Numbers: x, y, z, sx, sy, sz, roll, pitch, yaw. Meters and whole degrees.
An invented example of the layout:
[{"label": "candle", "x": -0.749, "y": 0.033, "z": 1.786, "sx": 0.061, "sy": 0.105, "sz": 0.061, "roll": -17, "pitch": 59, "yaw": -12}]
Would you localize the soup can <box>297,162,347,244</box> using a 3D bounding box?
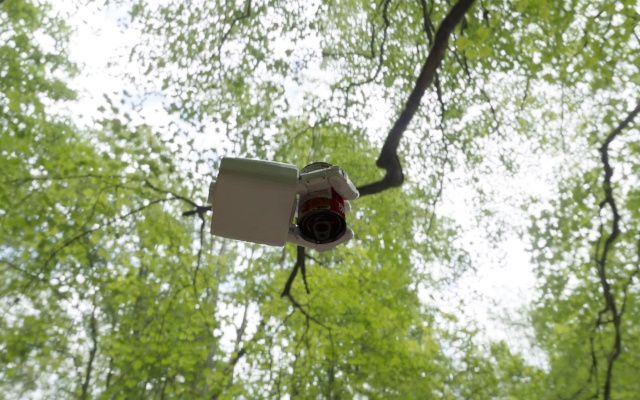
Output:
[{"label": "soup can", "x": 0.001, "y": 0.002, "z": 0.681, "sx": 0.068, "sy": 0.069, "sz": 0.102, "roll": 0, "pitch": 44, "yaw": -3}]
